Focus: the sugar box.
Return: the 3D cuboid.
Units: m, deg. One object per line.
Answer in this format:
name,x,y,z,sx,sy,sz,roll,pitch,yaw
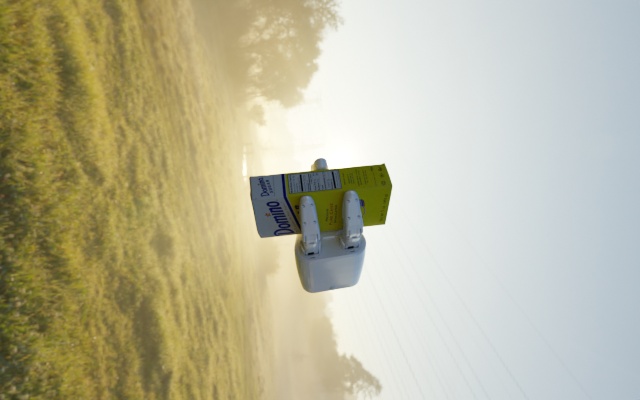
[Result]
sugar box,0.000,0.003,0.626,0.176,0.048,0.093,-8,-36,-5
